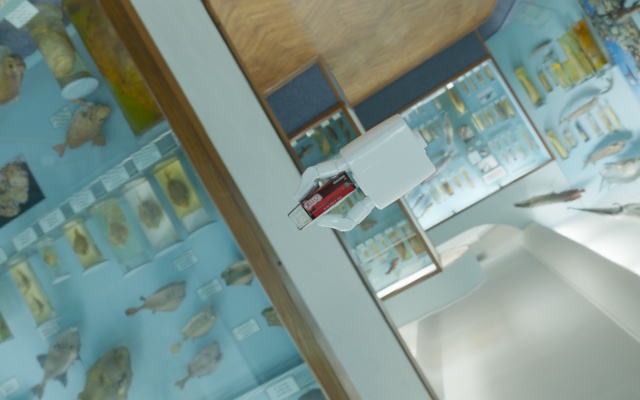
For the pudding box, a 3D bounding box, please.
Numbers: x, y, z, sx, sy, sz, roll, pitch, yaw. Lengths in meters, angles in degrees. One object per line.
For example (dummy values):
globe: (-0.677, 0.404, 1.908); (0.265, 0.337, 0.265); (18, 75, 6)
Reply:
pudding box: (0.000, 0.003, 0.764); (0.090, 0.039, 0.113); (-35, -4, -17)
